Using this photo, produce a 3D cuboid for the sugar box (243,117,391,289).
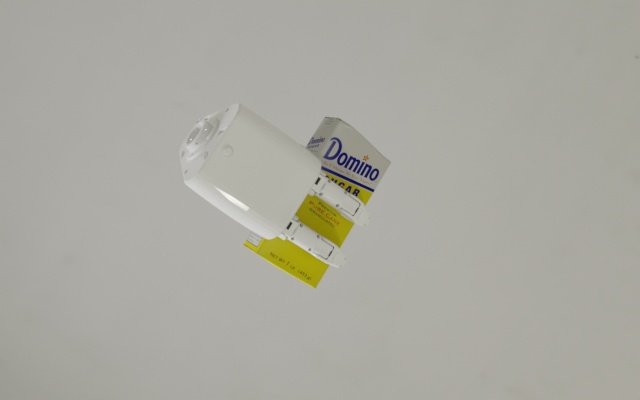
[{"bbox_3d":[0.000,0.002,0.548,0.093,0.176,0.048,36,-7,-31],"label":"sugar box"}]
